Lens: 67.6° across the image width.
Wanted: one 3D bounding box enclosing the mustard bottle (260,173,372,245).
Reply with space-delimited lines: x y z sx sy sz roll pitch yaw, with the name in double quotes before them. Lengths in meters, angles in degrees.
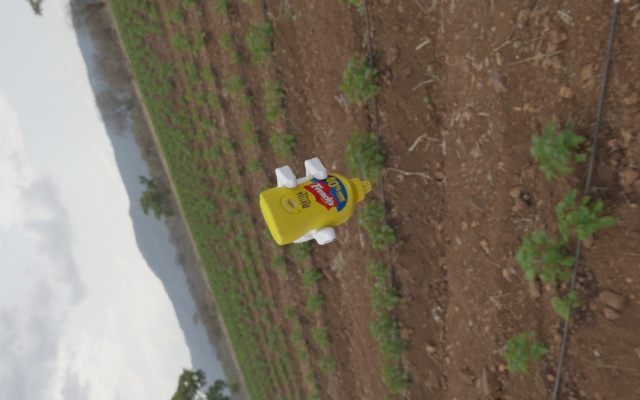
"mustard bottle" 0.000 0.003 0.816 0.191 0.096 0.058 -18 -31 -17
